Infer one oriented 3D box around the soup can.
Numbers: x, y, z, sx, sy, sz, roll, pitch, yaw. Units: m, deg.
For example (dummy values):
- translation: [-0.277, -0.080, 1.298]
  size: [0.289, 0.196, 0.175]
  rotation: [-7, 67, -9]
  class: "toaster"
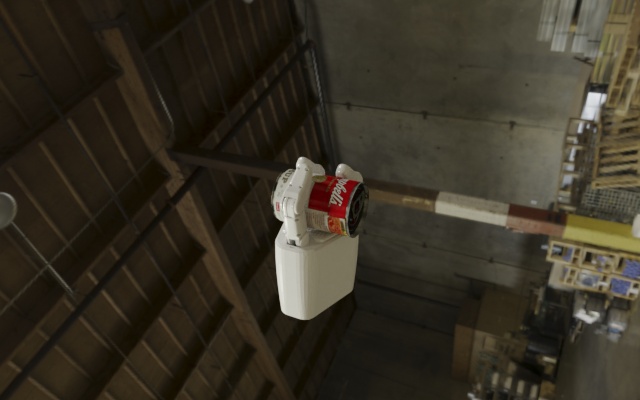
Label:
- translation: [0.000, 0.001, 0.583]
  size: [0.102, 0.068, 0.068]
  rotation: [12, 5, 23]
  class: "soup can"
